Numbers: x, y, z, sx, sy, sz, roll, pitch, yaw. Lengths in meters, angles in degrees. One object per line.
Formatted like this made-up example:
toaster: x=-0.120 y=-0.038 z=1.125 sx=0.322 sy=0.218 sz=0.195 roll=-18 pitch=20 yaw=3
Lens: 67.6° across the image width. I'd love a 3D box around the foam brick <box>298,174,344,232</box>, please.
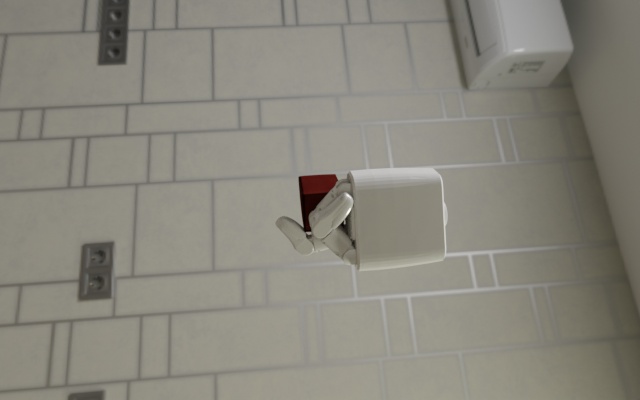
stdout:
foam brick: x=0.000 y=0.002 z=0.621 sx=0.051 sy=0.053 sz=0.078 roll=-5 pitch=21 yaw=-4
